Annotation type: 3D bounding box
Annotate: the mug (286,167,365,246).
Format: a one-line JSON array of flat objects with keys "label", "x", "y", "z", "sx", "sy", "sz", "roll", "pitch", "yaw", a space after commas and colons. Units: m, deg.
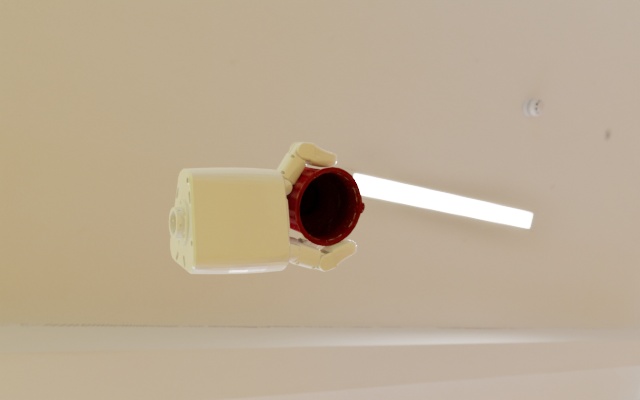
[{"label": "mug", "x": 0.001, "y": 0.002, "z": 0.593, "sx": 0.117, "sy": 0.093, "sz": 0.081, "roll": 2, "pitch": 8, "yaw": -33}]
